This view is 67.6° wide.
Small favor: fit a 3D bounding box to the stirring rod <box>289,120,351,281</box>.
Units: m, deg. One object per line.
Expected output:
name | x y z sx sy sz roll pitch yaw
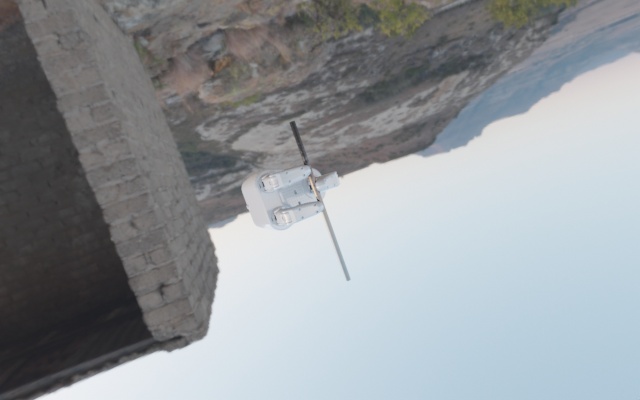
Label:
stirring rod | 0.000 0.002 0.679 0.011 0.239 0.011 -19 5 2
